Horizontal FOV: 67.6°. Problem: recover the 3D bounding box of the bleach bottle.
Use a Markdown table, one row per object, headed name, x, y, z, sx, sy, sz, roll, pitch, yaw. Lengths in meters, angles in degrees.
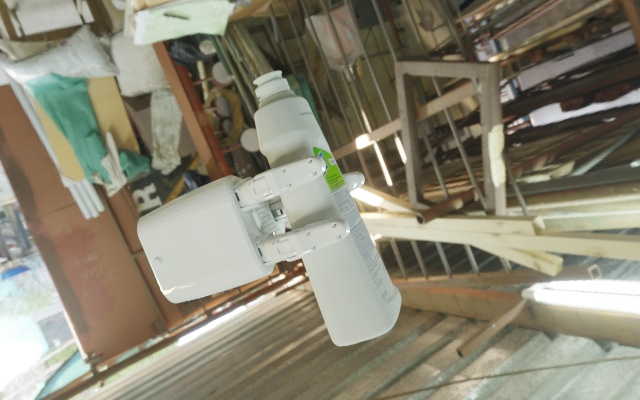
| name | x | y | z | sx | sy | sz | roll | pitch | yaw |
| --- | --- | --- | --- | --- | --- | --- | --- | --- | --- |
| bleach bottle | 0.000 | 0.002 | 0.453 | 0.068 | 0.251 | 0.102 | -21 | 3 | 15 |
